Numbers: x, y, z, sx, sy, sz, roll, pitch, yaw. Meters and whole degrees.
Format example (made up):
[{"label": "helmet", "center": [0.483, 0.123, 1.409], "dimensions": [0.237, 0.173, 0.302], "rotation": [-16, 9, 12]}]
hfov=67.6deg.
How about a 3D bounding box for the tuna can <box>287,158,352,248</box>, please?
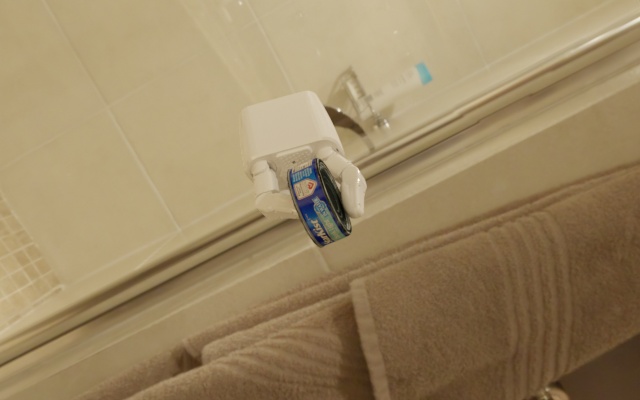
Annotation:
[{"label": "tuna can", "center": [0.001, 0.001, 0.478], "dimensions": [0.034, 0.086, 0.086], "rotation": [-23, -5, 11]}]
